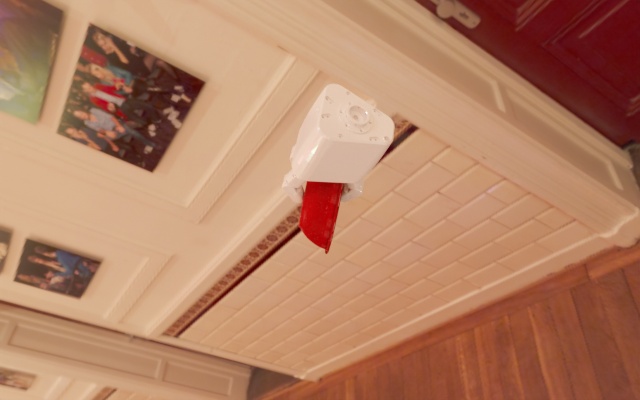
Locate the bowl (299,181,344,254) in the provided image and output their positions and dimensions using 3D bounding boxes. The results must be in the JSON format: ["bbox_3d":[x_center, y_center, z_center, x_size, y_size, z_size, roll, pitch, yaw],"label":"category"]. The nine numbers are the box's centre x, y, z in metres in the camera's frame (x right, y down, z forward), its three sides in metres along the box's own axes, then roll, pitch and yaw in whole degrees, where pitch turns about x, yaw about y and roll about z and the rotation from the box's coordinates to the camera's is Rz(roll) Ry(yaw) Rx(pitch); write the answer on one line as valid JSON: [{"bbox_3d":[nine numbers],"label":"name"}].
[{"bbox_3d":[-0.001,0.003,0.773,0.055,0.162,0.162,11,0,-1],"label":"bowl"}]
